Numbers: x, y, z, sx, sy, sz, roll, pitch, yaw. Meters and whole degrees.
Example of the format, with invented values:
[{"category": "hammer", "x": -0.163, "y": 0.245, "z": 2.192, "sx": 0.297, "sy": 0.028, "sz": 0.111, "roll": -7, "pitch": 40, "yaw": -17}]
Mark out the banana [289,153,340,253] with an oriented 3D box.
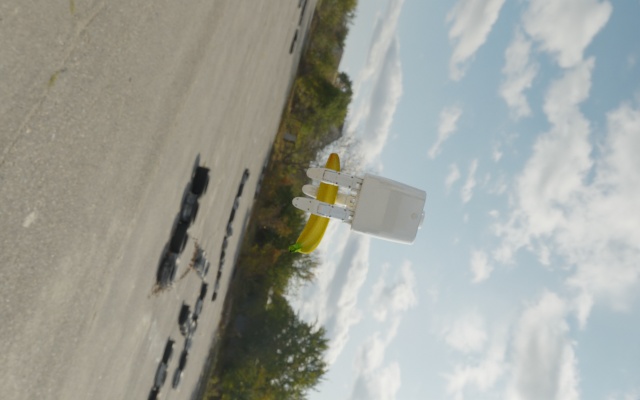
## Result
[{"category": "banana", "x": 0.001, "y": 0.014, "z": 0.823, "sx": 0.037, "sy": 0.197, "sz": 0.070, "roll": 16, "pitch": -24, "yaw": 13}]
